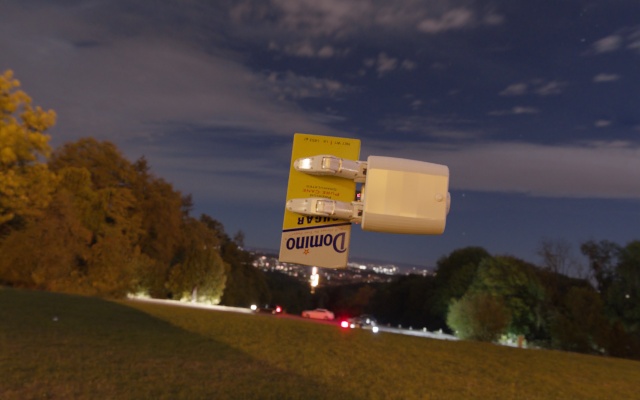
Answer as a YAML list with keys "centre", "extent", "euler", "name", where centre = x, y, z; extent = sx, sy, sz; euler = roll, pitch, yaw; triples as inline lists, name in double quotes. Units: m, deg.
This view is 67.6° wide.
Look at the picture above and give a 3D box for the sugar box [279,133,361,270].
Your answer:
- centre: [0.000, 0.002, 0.652]
  extent: [0.093, 0.176, 0.048]
  euler: [6, -8, 4]
  name: "sugar box"
